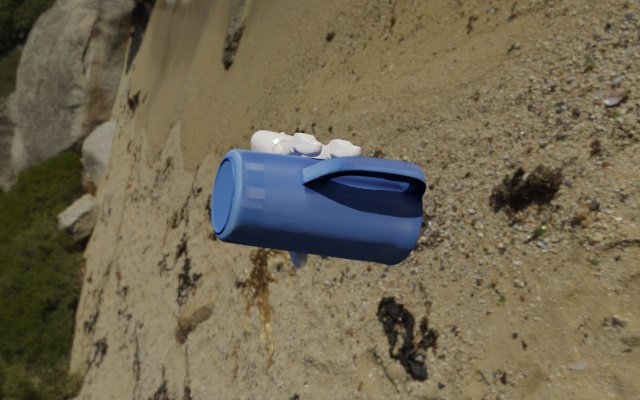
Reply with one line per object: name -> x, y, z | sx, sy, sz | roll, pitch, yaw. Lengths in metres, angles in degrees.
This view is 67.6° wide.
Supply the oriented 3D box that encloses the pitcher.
pitcher -> 0.000, 0.002, 0.588 | 0.243, 0.149, 0.145 | 7, 14, -26
